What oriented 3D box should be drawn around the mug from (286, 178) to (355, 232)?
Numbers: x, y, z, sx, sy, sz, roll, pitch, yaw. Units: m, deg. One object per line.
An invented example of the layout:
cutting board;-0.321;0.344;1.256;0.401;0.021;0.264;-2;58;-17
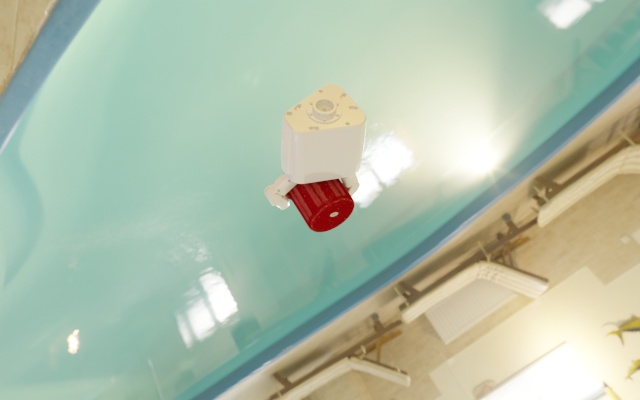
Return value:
mug;0.000;0.004;0.761;0.093;0.081;0.117;-23;-31;-17
